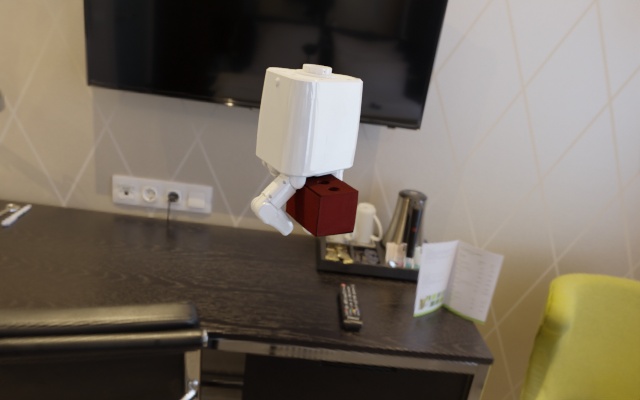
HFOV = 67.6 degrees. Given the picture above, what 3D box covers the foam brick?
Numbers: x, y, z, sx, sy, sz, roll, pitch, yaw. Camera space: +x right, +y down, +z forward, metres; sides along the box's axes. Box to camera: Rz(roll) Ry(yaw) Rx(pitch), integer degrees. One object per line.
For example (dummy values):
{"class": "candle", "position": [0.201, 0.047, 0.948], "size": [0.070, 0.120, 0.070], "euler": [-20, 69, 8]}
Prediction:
{"class": "foam brick", "position": [0.000, 0.002, 0.557], "size": [0.053, 0.051, 0.078], "euler": [-6, 25, -32]}
